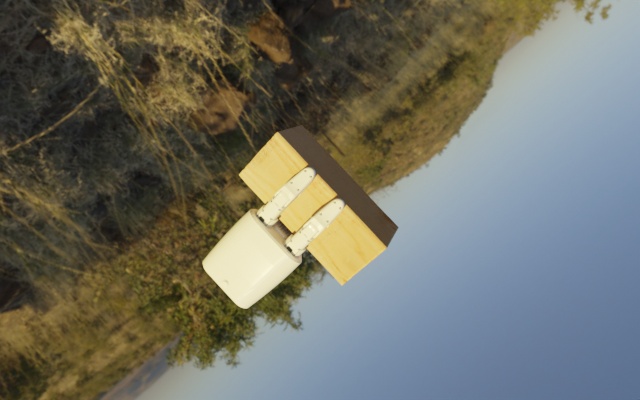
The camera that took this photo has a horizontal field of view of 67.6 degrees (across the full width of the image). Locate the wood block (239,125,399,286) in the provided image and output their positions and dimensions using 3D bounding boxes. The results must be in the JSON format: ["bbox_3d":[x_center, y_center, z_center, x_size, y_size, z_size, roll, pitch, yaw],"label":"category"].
[{"bbox_3d":[0.000,0.002,0.669,0.090,0.206,0.091,-44,-2,24],"label":"wood block"}]
